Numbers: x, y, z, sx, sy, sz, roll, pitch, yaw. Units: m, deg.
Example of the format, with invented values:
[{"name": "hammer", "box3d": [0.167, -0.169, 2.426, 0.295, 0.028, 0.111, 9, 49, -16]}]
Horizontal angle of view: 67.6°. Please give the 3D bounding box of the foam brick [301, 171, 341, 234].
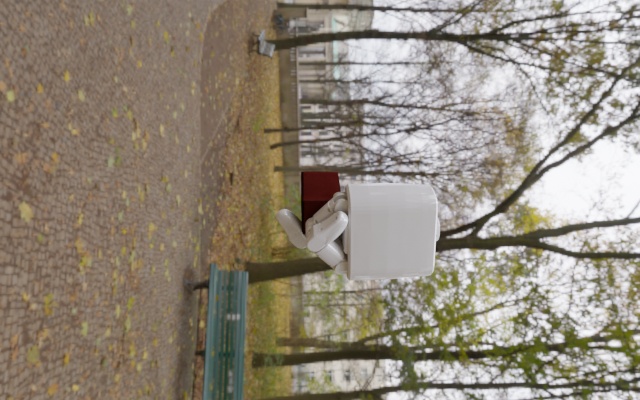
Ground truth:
[{"name": "foam brick", "box3d": [0.000, 0.002, 0.632, 0.051, 0.053, 0.078, -1, 33, -2]}]
